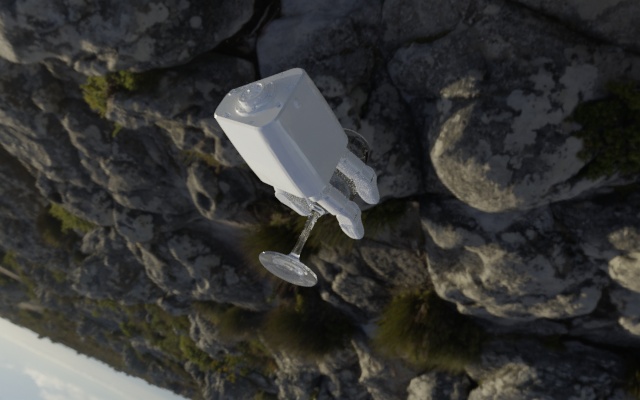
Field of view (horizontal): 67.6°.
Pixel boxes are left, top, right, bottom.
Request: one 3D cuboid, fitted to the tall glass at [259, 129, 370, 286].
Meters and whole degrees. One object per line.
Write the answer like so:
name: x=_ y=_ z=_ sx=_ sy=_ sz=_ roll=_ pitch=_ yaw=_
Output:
tall glass: x=0.000 y=0.003 z=0.601 sx=0.079 sy=0.201 sz=0.079 roll=20 pitch=-29 yaw=12
